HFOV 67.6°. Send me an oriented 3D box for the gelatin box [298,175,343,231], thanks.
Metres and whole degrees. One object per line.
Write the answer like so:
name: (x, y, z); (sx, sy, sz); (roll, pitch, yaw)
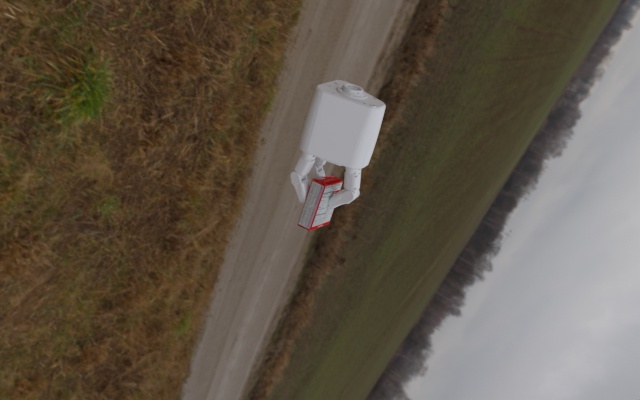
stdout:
gelatin box: (0.000, 0.003, 0.830); (0.030, 0.089, 0.073); (25, 18, 22)
